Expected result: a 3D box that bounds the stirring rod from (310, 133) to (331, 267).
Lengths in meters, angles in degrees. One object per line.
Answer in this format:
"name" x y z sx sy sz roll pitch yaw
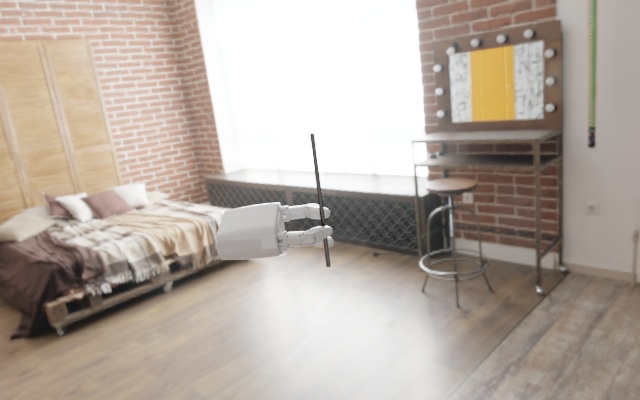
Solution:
"stirring rod" 0.000 0.003 0.833 0.011 0.239 0.011 -7 13 2
